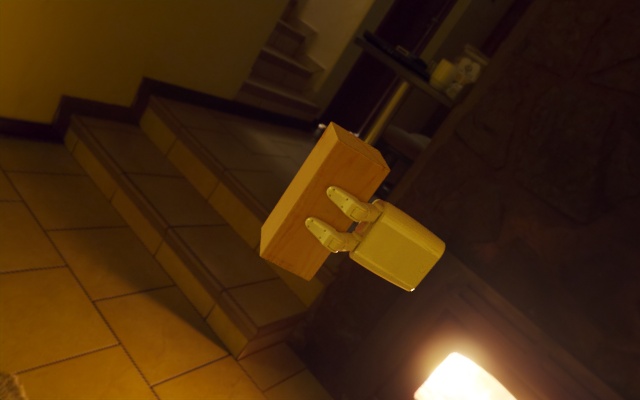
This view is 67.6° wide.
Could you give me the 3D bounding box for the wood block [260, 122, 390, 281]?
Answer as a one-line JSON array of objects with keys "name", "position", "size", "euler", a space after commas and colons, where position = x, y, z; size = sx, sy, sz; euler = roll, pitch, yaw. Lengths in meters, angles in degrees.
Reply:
[{"name": "wood block", "position": [0.000, 0.002, 0.706], "size": [0.090, 0.206, 0.090], "euler": [29, 19, -16]}]
